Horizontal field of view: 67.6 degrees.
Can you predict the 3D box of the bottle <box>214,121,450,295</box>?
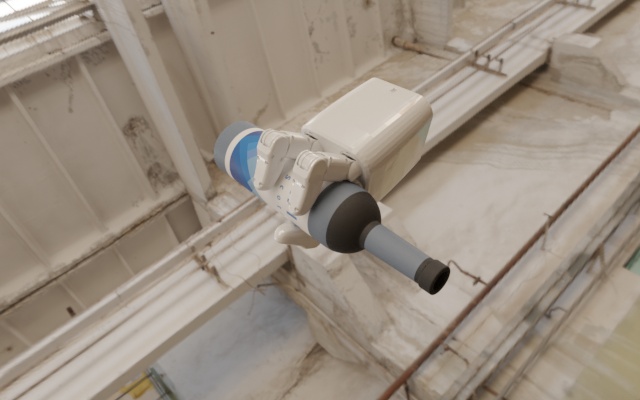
[{"bbox_3d":[0.000,0.002,0.478,0.069,0.069,0.295,0,26,-48],"label":"bottle"}]
